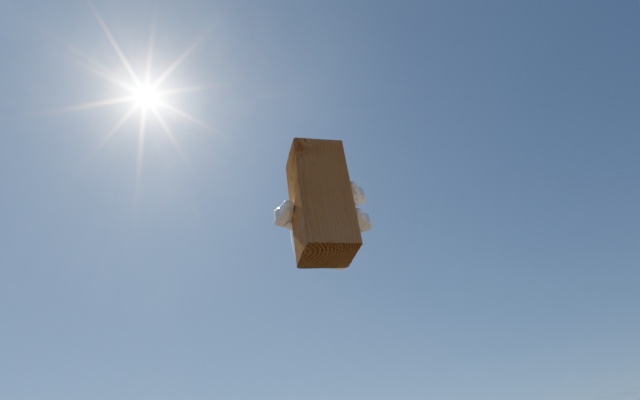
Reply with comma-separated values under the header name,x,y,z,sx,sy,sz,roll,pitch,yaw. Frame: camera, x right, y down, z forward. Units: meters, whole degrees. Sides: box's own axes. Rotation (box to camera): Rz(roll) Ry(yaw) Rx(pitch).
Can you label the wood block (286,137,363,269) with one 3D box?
name,x,y,z,sx,sy,sz,roll,pitch,yaw
wood block,0.000,0.003,0.807,0.091,0.206,0.090,1,-34,-16
